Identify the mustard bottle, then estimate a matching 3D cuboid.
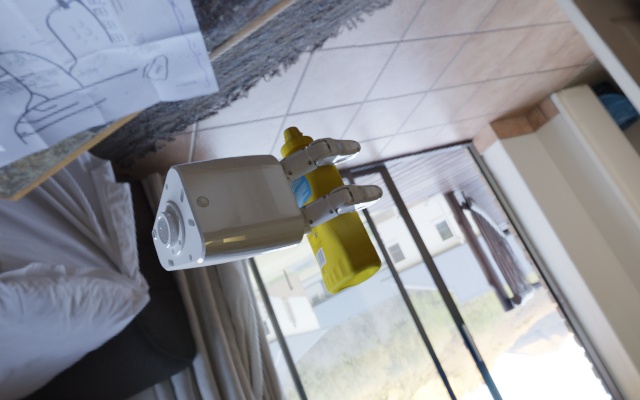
[{"bbox_3d":[0.000,0.002,0.528,0.058,0.191,0.096,-18,-18,-17],"label":"mustard bottle"}]
